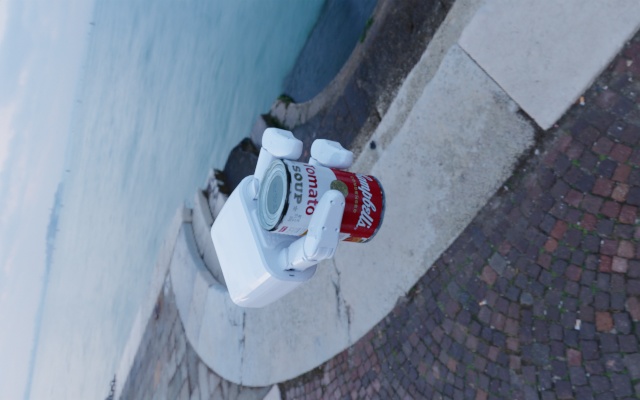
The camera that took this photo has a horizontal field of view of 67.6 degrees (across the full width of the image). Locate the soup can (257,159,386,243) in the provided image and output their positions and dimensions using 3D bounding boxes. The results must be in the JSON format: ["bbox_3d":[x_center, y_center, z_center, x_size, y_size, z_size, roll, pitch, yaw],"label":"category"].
[{"bbox_3d":[0.000,0.001,0.446,0.102,0.068,0.068,9,-4,-28],"label":"soup can"}]
